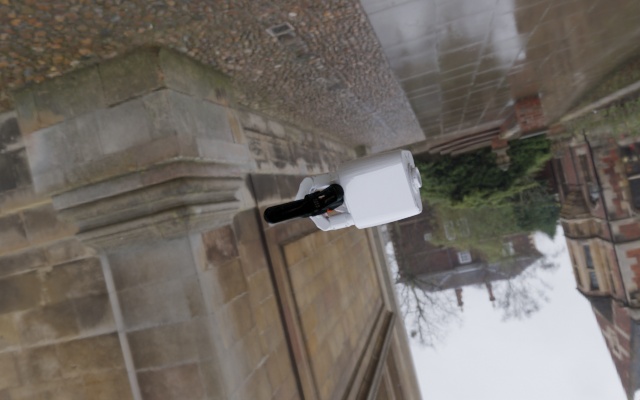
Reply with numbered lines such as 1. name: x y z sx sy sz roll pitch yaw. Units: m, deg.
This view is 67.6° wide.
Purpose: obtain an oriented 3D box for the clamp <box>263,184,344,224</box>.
1. clamp: 0.000 0.003 0.728 0.120 0.039 0.171 -14 -1 22
